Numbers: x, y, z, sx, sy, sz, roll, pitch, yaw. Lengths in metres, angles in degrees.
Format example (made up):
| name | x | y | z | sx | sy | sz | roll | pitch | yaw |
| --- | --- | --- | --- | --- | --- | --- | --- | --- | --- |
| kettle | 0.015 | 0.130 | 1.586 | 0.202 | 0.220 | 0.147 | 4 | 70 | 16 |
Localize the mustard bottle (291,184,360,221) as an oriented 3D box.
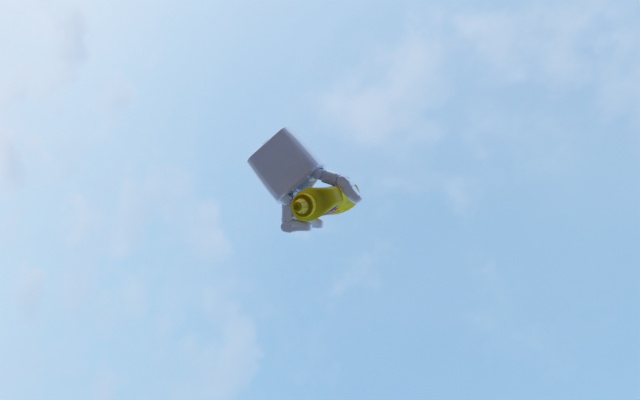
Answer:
| name | x | y | z | sx | sy | sz | roll | pitch | yaw |
| --- | --- | --- | --- | --- | --- | --- | --- | --- | --- |
| mustard bottle | 0.000 | 0.003 | 0.883 | 0.096 | 0.058 | 0.191 | -19 | -4 | 25 |
